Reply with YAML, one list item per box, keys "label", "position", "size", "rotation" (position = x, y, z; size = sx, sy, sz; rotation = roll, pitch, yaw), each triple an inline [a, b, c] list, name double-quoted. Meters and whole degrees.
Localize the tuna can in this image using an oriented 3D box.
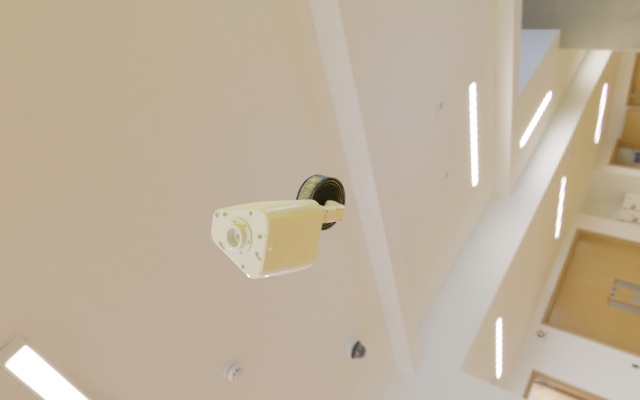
- label: "tuna can"
  position: [0.000, 0.002, 0.760]
  size: [0.033, 0.086, 0.086]
  rotation: [16, 10, 39]
